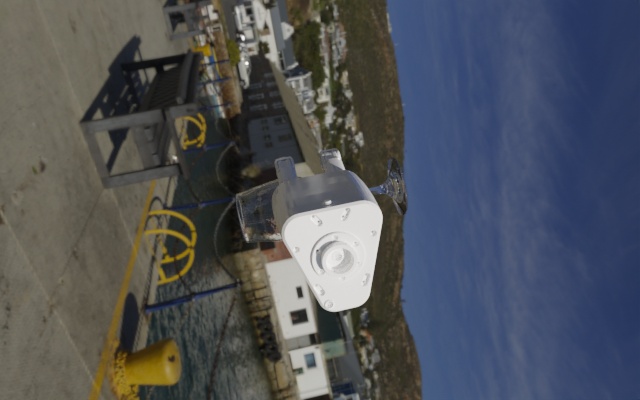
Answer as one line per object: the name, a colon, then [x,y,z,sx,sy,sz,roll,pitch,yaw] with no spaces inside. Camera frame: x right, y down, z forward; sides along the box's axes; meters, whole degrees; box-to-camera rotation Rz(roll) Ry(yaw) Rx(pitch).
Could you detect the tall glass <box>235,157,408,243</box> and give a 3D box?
tall glass: [0.001,0.002,0.590,0.201,0.079,0.079,-12,1,-5]
